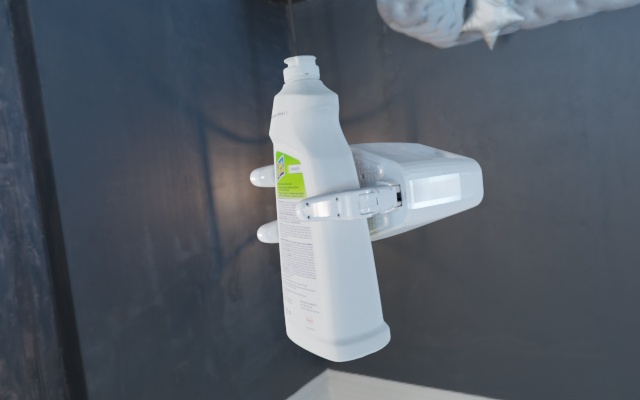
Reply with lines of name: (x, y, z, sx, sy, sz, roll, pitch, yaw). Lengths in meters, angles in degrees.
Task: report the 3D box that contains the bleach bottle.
bleach bottle: (0.000, 0.001, 0.419, 0.068, 0.251, 0.102, -9, 6, -34)
